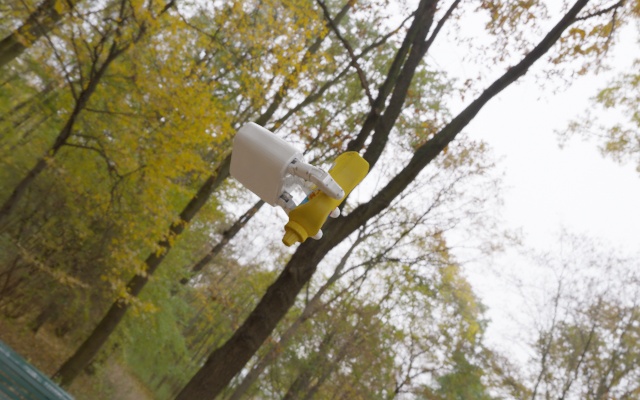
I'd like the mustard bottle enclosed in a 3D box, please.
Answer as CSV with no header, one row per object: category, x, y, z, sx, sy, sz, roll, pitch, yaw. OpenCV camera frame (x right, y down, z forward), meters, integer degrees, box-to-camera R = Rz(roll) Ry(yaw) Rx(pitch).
mustard bottle,0.001,0.003,0.800,0.191,0.058,0.096,-49,8,-25
